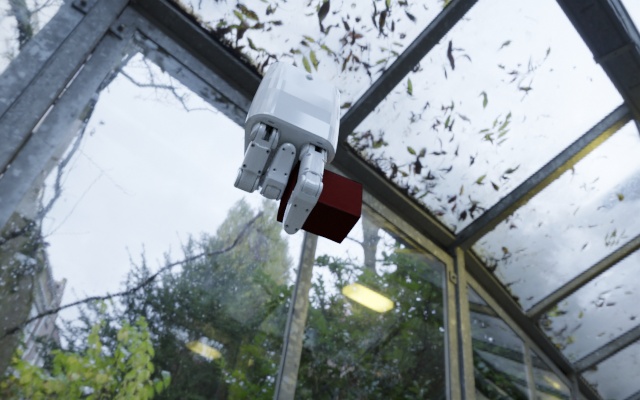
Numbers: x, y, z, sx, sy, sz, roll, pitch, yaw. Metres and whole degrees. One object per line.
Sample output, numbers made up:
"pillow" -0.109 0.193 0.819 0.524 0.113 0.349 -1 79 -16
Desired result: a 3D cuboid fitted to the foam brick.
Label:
"foam brick" 0.000 0.002 0.512 0.078 0.051 0.053 22 -45 -14
